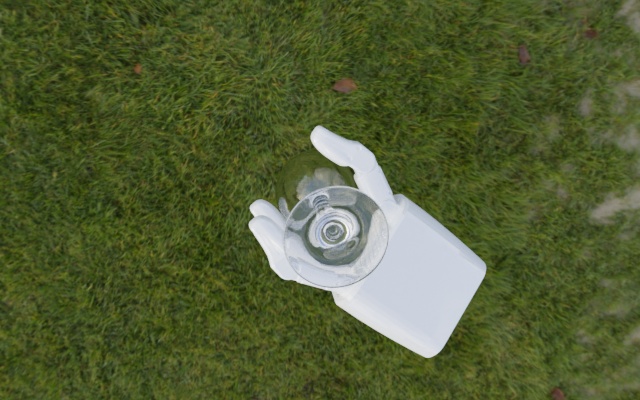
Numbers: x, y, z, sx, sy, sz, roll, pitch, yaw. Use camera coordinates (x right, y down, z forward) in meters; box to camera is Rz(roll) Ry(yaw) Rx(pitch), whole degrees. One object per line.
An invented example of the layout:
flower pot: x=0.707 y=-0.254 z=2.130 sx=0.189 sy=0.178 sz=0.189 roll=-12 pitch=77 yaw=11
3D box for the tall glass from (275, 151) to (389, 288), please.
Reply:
tall glass: x=0.000 y=0.001 z=0.423 sx=0.079 sy=0.079 sz=0.201 roll=0 pitch=15 yaw=-7
